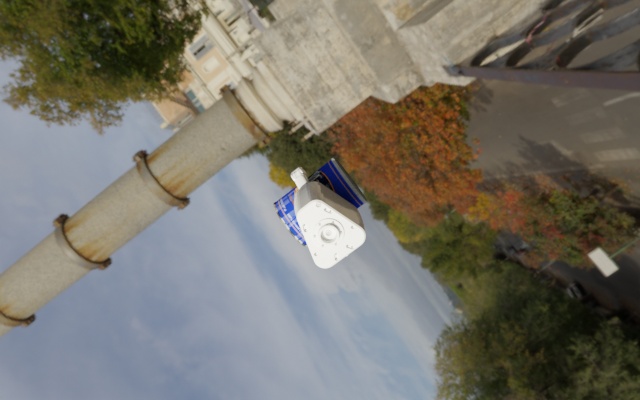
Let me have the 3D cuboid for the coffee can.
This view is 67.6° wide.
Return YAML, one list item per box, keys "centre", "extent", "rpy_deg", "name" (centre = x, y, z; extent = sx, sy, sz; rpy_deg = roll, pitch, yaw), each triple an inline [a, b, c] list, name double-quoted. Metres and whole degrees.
- centre: [0.000, 0.003, 0.877]
  extent: [0.140, 0.103, 0.103]
  rpy_deg: [-37, -6, 7]
  name: "coffee can"
